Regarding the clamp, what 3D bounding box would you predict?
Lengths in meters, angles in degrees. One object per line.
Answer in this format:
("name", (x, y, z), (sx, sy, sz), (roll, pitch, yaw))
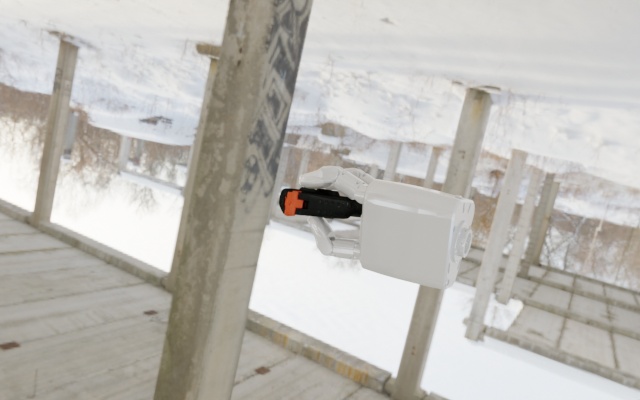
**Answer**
("clamp", (0.000, 0.003, 0.623), (0.164, 0.036, 0.210), (11, 4, 30))
